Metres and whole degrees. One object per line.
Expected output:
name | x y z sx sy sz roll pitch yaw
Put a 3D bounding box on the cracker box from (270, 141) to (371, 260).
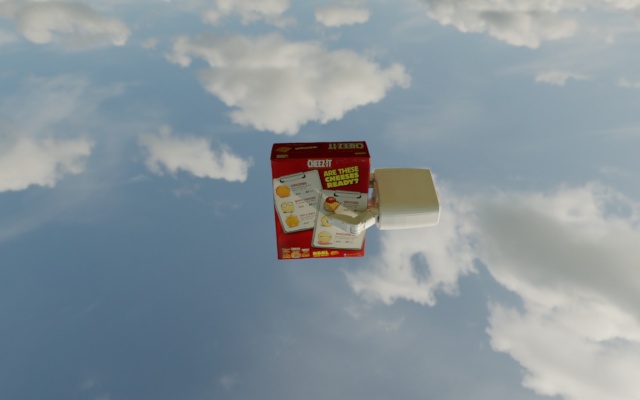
cracker box | 0.000 0.003 0.850 0.164 0.214 0.072 -2 34 -2
